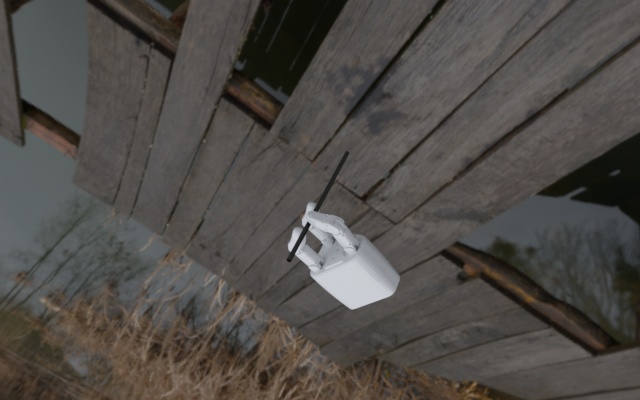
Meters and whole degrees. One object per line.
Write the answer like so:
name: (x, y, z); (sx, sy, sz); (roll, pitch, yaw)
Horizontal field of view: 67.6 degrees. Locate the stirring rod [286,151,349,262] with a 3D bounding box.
stirring rod: (0.000, 0.003, 0.782); (0.011, 0.239, 0.011); (19, -35, 14)
